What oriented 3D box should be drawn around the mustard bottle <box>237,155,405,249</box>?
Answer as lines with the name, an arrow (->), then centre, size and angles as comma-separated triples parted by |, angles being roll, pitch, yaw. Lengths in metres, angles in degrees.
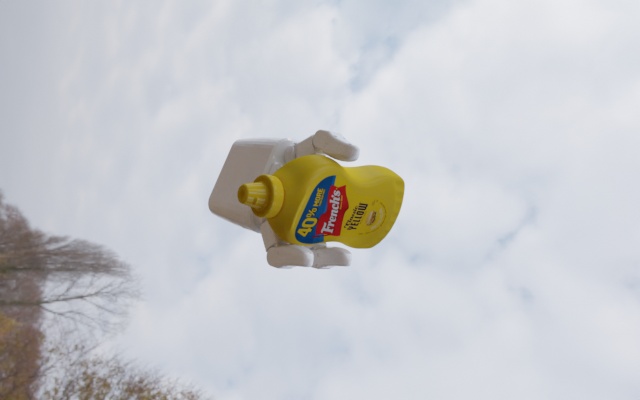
mustard bottle -> 0.000, 0.002, 0.496 | 0.191, 0.096, 0.058 | 7, 27, -41
